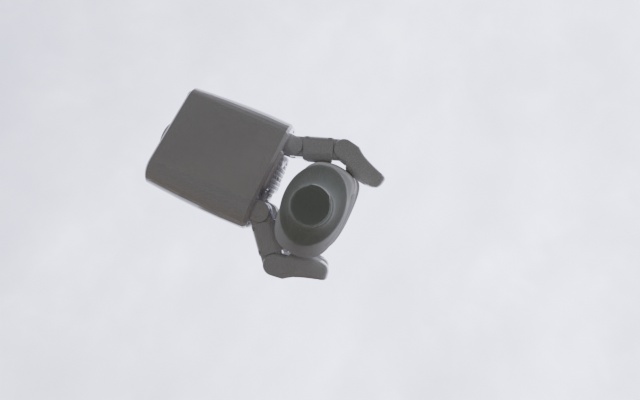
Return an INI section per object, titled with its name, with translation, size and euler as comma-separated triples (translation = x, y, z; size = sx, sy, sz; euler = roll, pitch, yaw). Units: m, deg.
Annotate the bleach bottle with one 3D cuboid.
[bleach bottle]
translation = 0.000, 0.002, 0.460
size = 0.068, 0.102, 0.251
euler = 23, -2, 3
